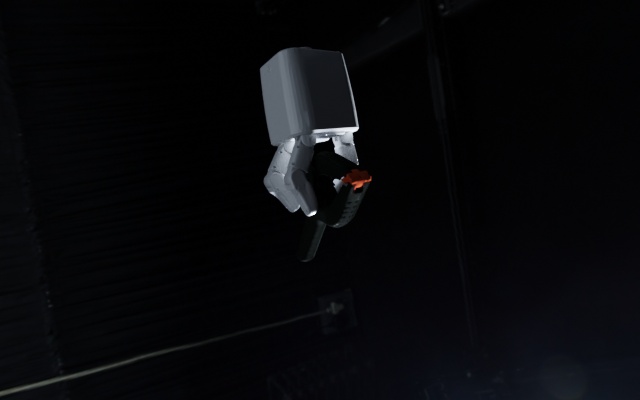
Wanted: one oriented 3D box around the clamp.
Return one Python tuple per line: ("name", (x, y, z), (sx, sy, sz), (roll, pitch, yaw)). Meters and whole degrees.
("clamp", (0.001, 0.002, 0.618), (0.036, 0.164, 0.210), (-13, 2, -28))
